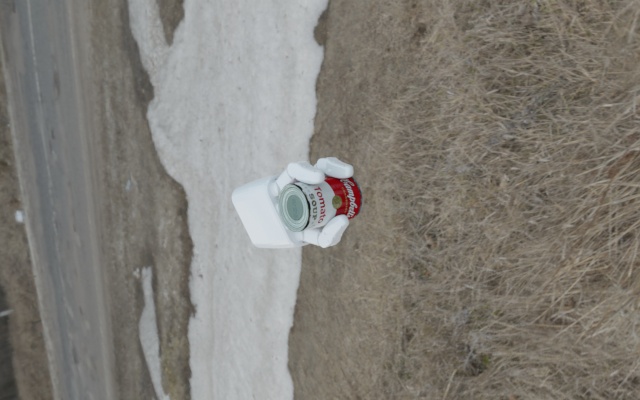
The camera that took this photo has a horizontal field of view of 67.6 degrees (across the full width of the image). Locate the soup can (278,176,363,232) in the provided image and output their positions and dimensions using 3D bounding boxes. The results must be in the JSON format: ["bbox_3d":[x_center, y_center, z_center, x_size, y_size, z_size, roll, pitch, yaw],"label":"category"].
[{"bbox_3d":[0.000,0.002,0.667,0.102,0.068,0.068,-12,8,-41],"label":"soup can"}]
